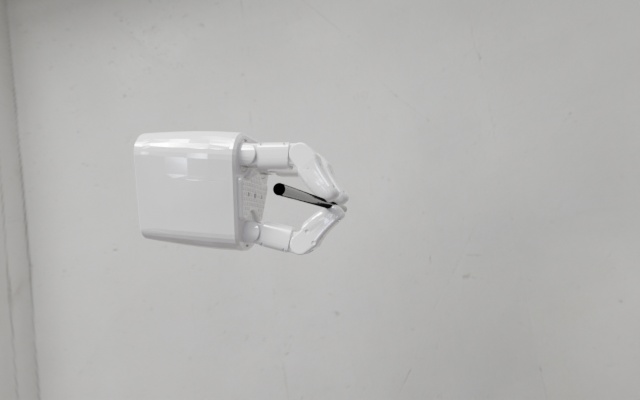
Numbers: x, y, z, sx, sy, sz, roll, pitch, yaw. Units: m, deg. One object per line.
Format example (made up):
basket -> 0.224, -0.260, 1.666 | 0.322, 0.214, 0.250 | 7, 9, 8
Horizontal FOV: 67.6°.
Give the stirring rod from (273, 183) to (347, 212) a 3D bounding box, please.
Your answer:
stirring rod -> 0.000, 0.001, 0.411 | 0.011, 0.011, 0.239 | 0, -4, 12
